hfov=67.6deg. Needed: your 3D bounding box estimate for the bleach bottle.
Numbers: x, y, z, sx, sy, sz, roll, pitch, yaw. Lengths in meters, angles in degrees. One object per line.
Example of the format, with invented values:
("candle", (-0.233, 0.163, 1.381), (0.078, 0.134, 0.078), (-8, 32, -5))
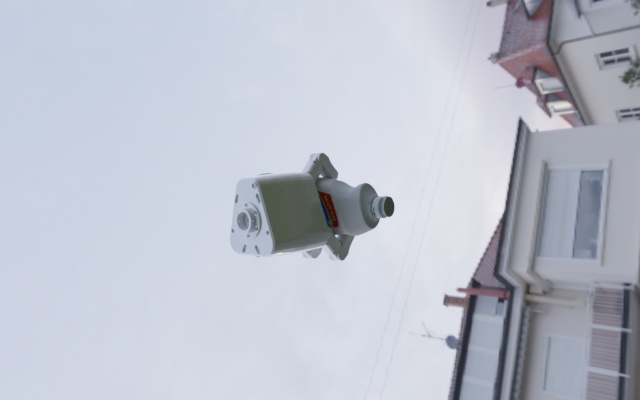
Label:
("bleach bottle", (0.000, 0.003, 0.737), (0.251, 0.102, 0.068), (-1, 4, 41))
